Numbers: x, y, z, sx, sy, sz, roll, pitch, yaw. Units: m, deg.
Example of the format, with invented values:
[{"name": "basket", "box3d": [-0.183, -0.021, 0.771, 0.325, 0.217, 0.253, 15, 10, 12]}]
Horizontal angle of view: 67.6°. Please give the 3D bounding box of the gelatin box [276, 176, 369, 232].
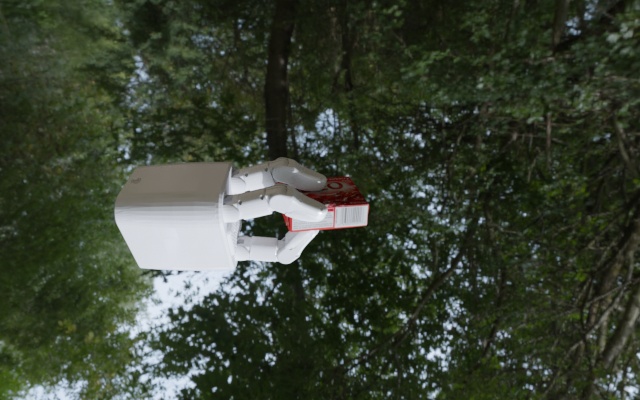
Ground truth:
[{"name": "gelatin box", "box3d": [0.000, 0.002, 0.529, 0.089, 0.030, 0.073, -4, 28, -14]}]
